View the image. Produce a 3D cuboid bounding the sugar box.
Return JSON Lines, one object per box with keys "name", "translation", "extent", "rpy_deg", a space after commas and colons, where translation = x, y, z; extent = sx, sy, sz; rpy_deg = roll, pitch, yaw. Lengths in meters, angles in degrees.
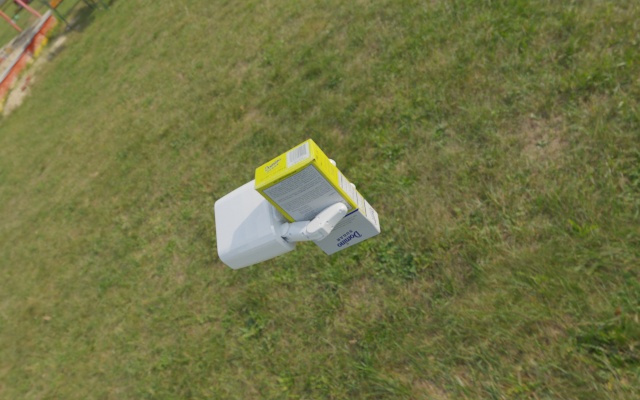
{"name": "sugar box", "translation": [0.000, 0.002, 0.660], "extent": [0.093, 0.048, 0.176], "rpy_deg": [-25, -45, 22]}
